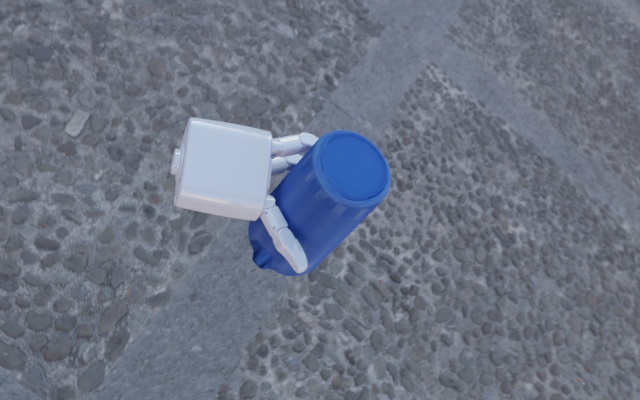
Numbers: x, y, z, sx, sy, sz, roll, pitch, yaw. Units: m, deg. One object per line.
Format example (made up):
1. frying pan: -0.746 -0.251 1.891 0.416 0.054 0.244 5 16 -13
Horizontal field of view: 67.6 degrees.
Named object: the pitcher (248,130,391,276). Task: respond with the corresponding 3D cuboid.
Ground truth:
1. pitcher: 0.000 0.002 0.673 0.145 0.149 0.243 10 -29 -21
